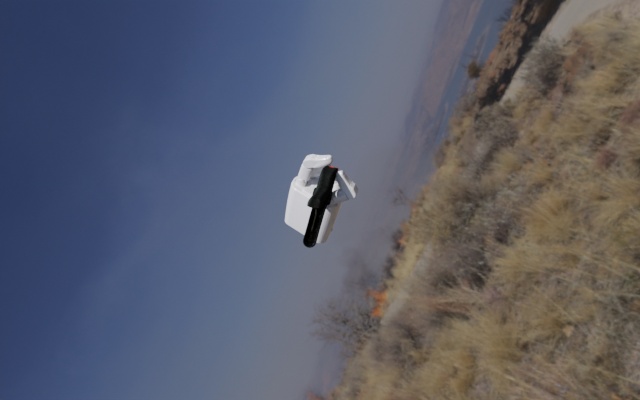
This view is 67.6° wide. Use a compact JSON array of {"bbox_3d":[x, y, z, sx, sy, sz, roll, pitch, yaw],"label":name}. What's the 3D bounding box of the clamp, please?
[{"bbox_3d":[0.000,0.003,0.894,0.039,0.120,0.171,20,38,4],"label":"clamp"}]
